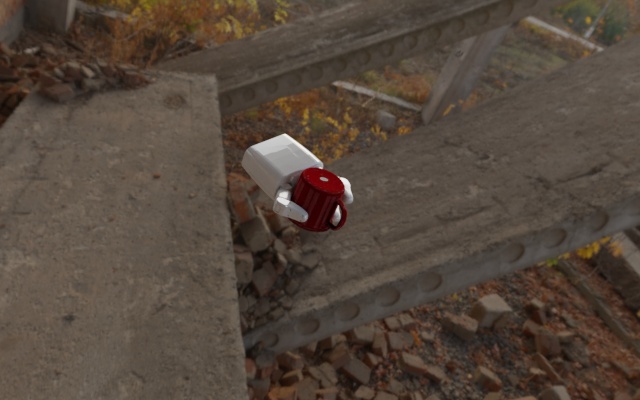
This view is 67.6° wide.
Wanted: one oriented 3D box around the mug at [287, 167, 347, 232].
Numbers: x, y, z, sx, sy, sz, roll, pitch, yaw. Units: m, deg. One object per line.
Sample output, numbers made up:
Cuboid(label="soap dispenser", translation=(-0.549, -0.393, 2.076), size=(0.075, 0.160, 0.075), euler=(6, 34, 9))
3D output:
Cuboid(label="mug", translation=(0.001, 0.003, 0.831), size=(0.093, 0.081, 0.117), euler=(-13, 47, -46))
